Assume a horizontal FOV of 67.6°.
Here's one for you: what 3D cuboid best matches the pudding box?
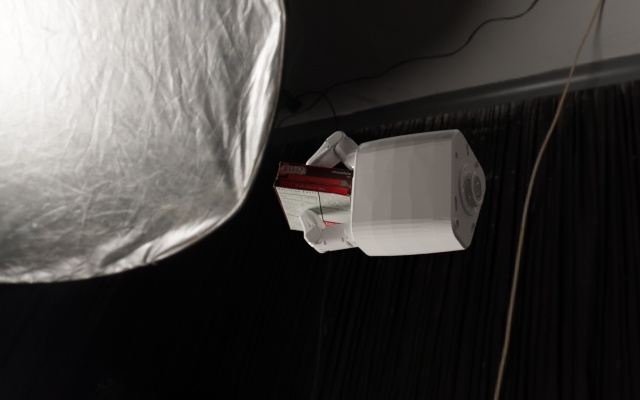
[{"bbox_3d":[0.000,0.002,0.568,0.090,0.039,0.114,9,-30,12],"label":"pudding box"}]
